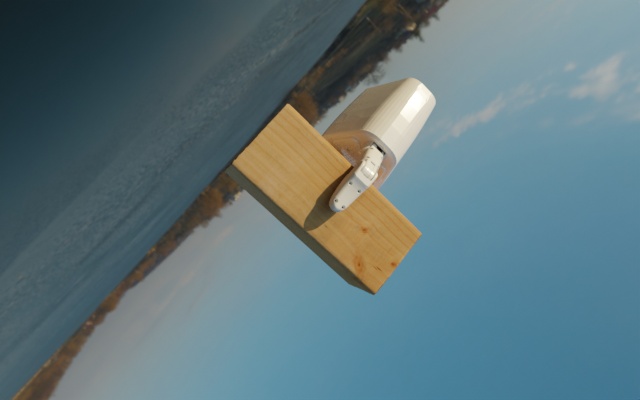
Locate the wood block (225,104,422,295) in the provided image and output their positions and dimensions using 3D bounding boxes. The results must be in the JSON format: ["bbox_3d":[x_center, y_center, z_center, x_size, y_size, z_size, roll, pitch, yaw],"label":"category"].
[{"bbox_3d":[0.001,0.002,0.543,0.206,0.090,0.091,43,-12,-10],"label":"wood block"}]
